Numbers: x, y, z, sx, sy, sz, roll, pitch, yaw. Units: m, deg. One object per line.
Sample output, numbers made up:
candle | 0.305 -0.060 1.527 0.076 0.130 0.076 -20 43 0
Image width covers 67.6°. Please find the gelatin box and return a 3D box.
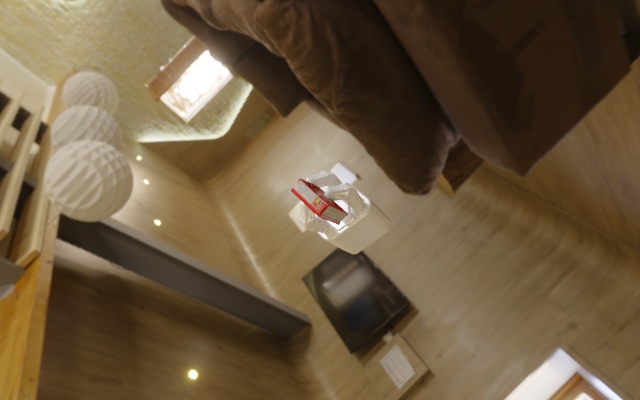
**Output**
gelatin box | 0.000 0.003 0.810 0.073 0.030 0.089 43 9 27
